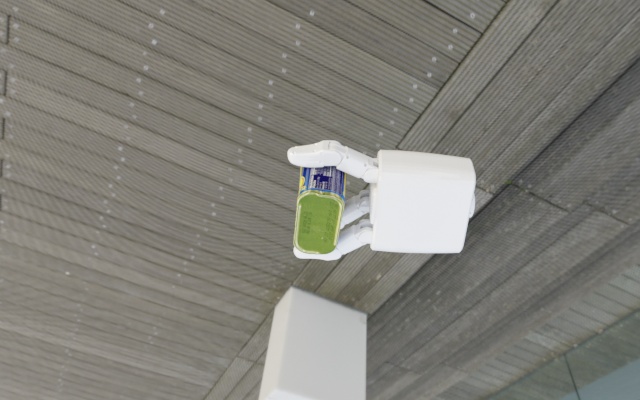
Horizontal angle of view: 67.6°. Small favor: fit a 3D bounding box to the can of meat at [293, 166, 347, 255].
[{"bbox_3d":[0.000,0.002,0.563,0.057,0.102,0.083,7,42,-1],"label":"can of meat"}]
